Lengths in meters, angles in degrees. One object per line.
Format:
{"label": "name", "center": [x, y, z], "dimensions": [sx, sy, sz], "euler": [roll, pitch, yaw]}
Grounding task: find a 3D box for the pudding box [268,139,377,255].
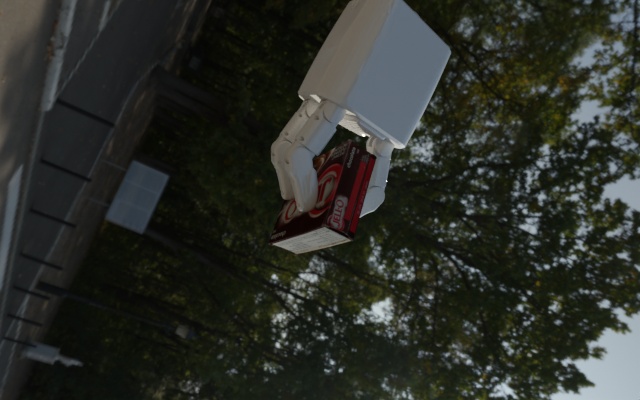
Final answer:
{"label": "pudding box", "center": [0.000, 0.002, 0.468], "dimensions": [0.039, 0.090, 0.113], "euler": [29, -26, -20]}
